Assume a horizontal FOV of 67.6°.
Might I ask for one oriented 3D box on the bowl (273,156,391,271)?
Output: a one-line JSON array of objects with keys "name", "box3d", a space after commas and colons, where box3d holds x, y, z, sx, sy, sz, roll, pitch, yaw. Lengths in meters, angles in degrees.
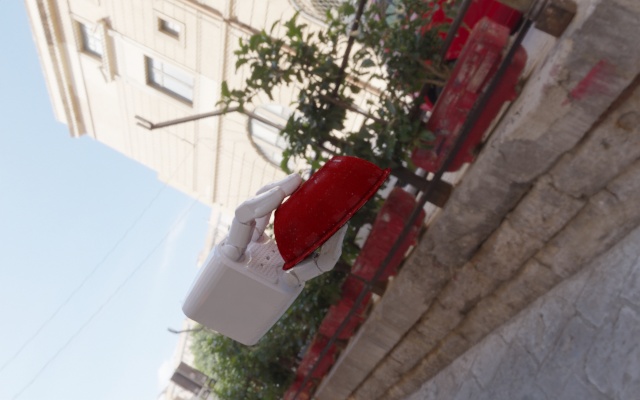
[{"name": "bowl", "box3d": [0.001, 0.001, 0.524, 0.162, 0.055, 0.162, -43, 3, 3]}]
